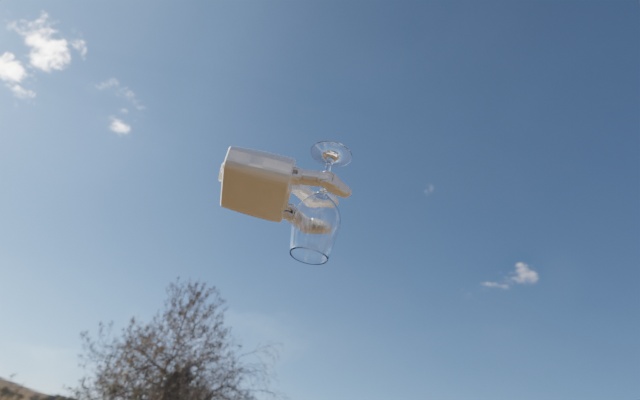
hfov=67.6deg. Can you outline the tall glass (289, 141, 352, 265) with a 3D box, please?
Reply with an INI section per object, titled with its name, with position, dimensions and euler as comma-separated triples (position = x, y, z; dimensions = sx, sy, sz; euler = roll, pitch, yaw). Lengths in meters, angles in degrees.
[tall glass]
position = 0.000, 0.002, 0.788
dimensions = 0.079, 0.201, 0.079
euler = 9, -30, 5
